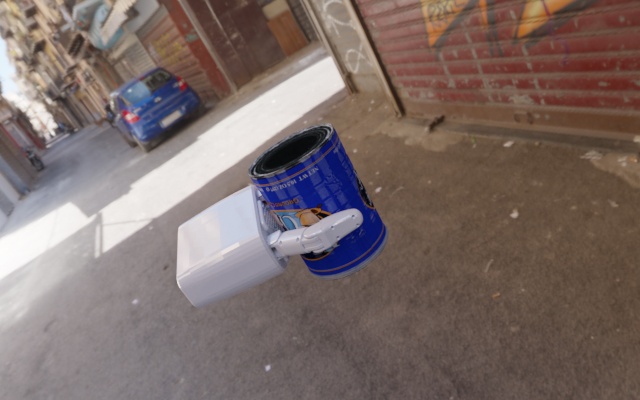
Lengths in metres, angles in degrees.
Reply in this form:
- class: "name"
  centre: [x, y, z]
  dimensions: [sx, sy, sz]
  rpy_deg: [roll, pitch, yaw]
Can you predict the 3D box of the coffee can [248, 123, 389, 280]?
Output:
- class: "coffee can"
  centre: [0.000, 0.002, 0.526]
  dimensions: [0.103, 0.140, 0.102]
  rpy_deg: [-25, 23, 12]
